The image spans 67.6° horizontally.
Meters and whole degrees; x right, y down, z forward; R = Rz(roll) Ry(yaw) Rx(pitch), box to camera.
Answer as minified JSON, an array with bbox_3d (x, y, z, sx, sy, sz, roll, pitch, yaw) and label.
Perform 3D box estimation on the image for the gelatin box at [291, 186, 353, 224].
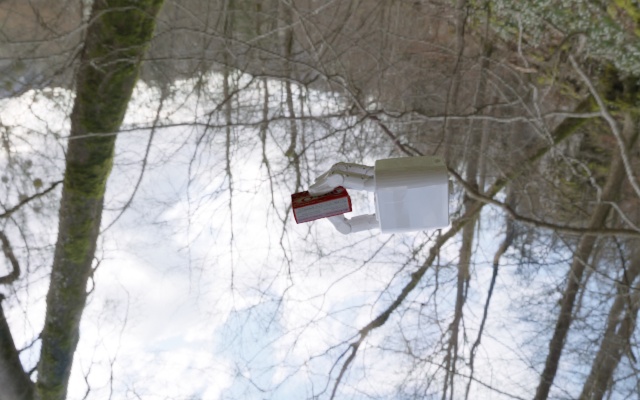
[{"bbox_3d":[0.000,0.003,0.736,0.089,0.030,0.073,-14,19,-1],"label":"gelatin box"}]
